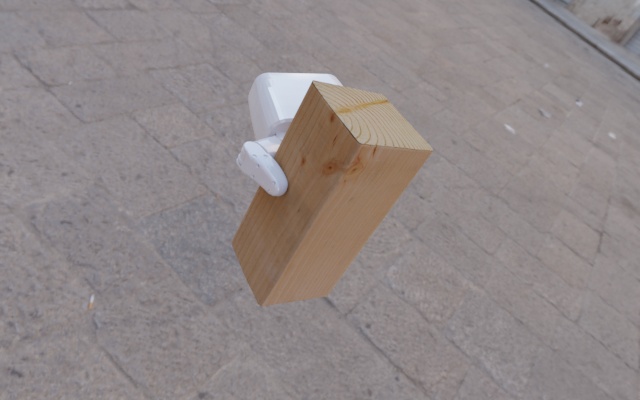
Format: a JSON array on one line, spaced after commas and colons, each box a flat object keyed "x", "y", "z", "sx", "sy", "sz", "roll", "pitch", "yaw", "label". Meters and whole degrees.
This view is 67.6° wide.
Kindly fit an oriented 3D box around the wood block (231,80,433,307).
[{"x": 0.000, "y": 0.001, "z": 0.464, "sx": 0.091, "sy": 0.206, "sz": 0.090, "roll": 1, "pitch": 43, "yaw": -38, "label": "wood block"}]
